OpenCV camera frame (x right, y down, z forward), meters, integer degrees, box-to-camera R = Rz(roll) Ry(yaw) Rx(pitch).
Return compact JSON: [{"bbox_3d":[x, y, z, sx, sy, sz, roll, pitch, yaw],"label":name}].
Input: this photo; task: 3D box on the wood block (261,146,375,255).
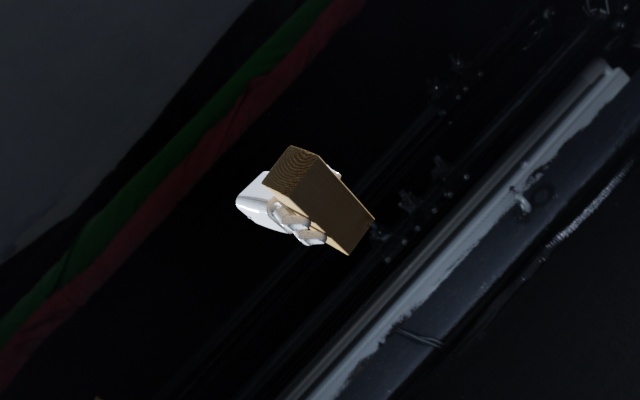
[{"bbox_3d":[0.000,0.003,0.887,0.090,0.091,0.206,26,-15,47],"label":"wood block"}]
